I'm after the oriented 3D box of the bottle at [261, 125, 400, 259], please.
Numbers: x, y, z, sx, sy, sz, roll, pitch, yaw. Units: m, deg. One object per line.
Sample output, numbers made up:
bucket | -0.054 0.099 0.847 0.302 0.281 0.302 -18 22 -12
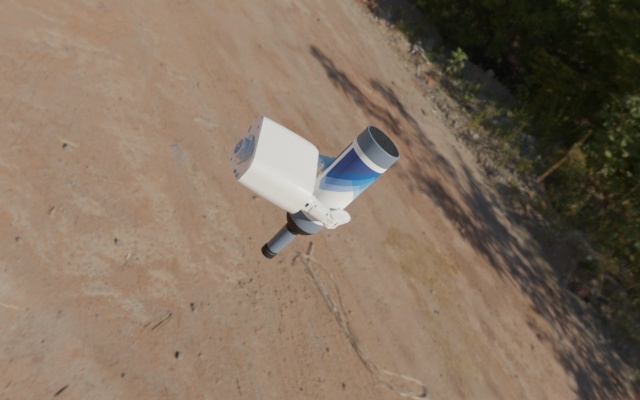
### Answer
bottle | 0.000 0.002 0.776 0.296 0.069 0.069 -44 -24 28
